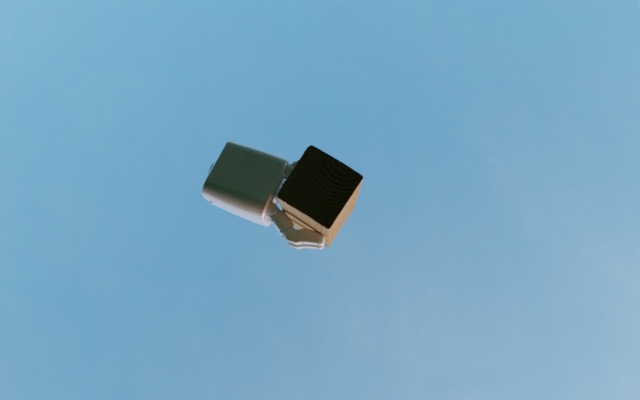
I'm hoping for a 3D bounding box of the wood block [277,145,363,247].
[{"bbox_3d":[0.000,0.002,0.747,0.090,0.091,0.206,32,-10,7],"label":"wood block"}]
